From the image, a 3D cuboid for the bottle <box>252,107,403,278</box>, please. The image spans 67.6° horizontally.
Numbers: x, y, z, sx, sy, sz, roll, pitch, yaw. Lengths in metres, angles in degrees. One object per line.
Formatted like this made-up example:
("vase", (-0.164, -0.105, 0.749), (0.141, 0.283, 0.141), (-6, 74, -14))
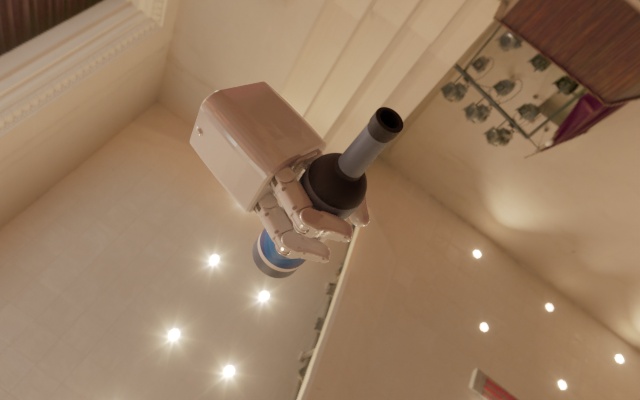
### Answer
("bottle", (0.000, 0.002, 0.520), (0.069, 0.069, 0.296), (0, -29, -27))
